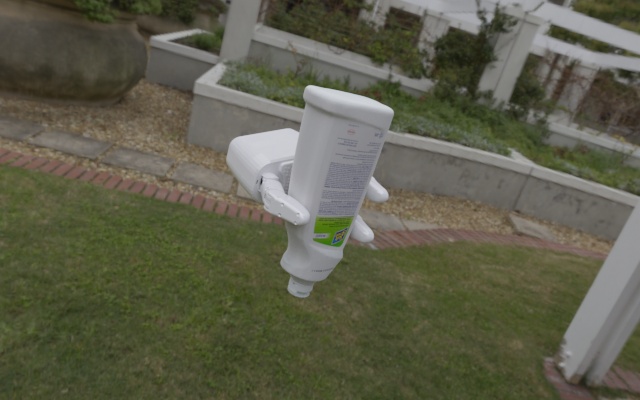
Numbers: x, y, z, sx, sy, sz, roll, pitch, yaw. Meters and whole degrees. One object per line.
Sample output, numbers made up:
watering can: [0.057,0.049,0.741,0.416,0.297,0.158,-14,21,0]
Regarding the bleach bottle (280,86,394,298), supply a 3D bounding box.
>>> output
bleach bottle: [0.000,0.002,0.557,0.102,0.251,0.068,3,24,-35]
